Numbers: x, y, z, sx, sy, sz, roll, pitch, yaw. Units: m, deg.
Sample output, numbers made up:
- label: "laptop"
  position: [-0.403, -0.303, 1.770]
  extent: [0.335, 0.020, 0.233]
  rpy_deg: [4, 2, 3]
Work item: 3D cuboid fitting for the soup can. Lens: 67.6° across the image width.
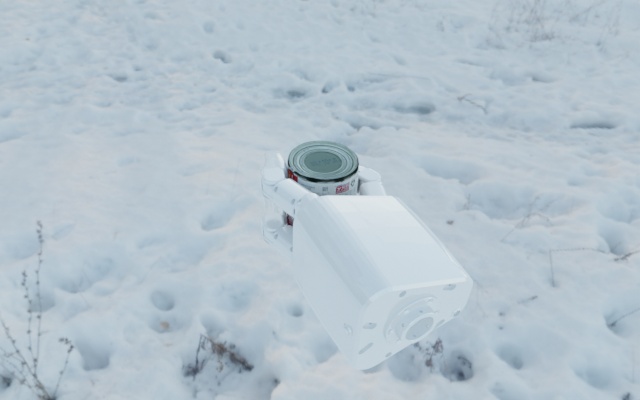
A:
- label: "soup can"
  position: [0.000, 0.001, 0.469]
  extent: [0.068, 0.102, 0.068]
  rpy_deg: [2, 38, -2]
